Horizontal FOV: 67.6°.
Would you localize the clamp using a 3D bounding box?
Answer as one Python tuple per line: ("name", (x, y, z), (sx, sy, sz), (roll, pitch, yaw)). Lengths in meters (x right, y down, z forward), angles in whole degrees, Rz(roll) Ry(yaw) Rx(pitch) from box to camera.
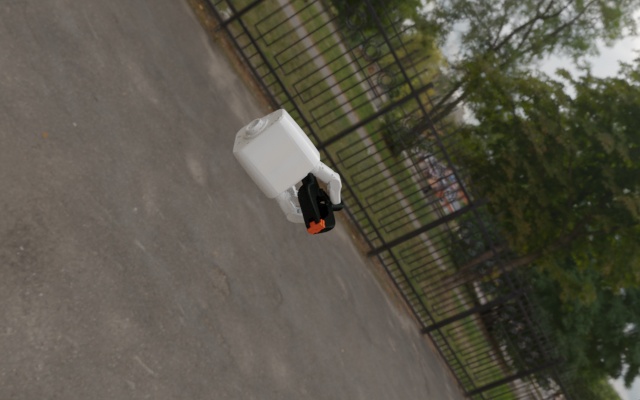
("clamp", (0.001, 0.003, 0.871), (0.036, 0.165, 0.209), (-30, 31, 16))
